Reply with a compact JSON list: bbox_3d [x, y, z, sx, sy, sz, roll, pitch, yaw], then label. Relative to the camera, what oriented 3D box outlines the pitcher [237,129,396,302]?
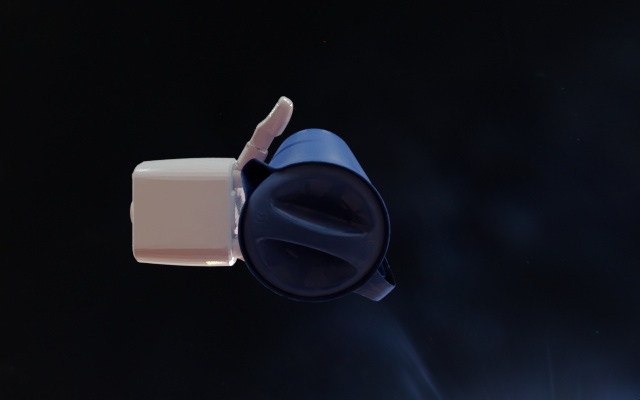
[{"bbox_3d":[0.000,0.002,0.525,0.145,0.149,0.242,-1,18,0],"label":"pitcher"}]
